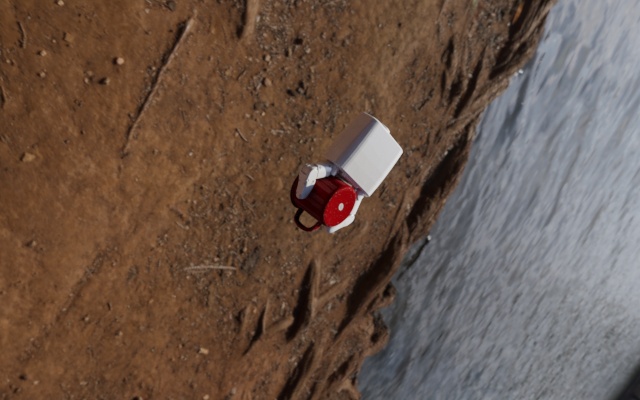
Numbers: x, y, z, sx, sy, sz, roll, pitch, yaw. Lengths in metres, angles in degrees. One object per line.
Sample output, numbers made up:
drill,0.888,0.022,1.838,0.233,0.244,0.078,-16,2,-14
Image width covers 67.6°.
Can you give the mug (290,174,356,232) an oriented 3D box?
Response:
mug,-0.001,0.004,0.835,0.081,0.117,0.093,36,-3,36
